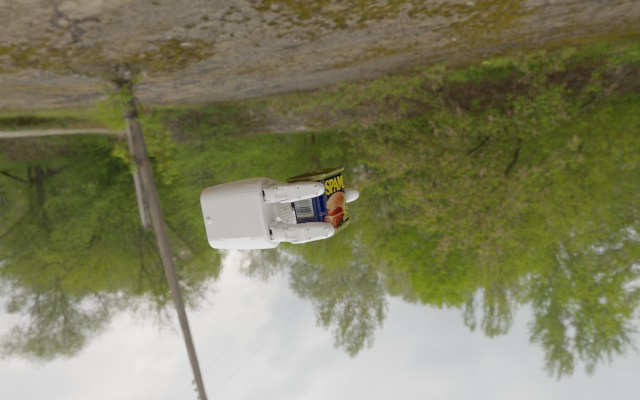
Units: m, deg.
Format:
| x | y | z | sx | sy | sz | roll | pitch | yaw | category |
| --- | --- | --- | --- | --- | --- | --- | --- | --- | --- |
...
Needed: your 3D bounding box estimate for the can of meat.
| x | y | z | sx | sy | sz | roll | pitch | yaw | category |
| --- | --- | --- | --- | --- | --- | --- | --- | --- | --- |
| 0.000 | 0.002 | 0.668 | 0.057 | 0.084 | 0.102 | -6 | 8 | 23 | can of meat |
